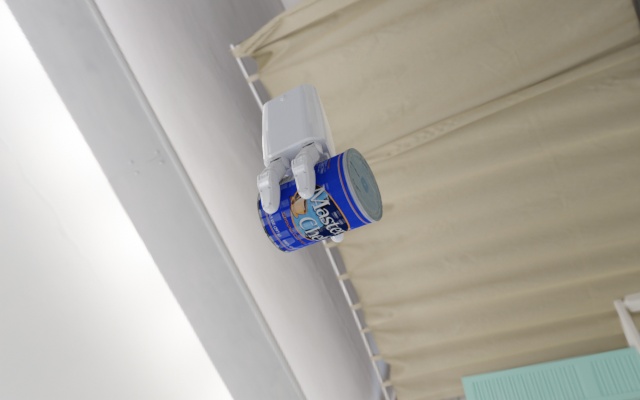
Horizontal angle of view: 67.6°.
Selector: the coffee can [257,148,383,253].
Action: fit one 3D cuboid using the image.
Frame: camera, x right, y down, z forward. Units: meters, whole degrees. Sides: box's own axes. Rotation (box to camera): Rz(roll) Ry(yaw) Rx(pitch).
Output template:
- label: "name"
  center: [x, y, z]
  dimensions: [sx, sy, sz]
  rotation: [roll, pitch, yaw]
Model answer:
- label: "coffee can"
  center: [0.000, 0.002, 0.653]
  dimensions: [0.140, 0.103, 0.103]
  rotation: [-22, -9, 23]
